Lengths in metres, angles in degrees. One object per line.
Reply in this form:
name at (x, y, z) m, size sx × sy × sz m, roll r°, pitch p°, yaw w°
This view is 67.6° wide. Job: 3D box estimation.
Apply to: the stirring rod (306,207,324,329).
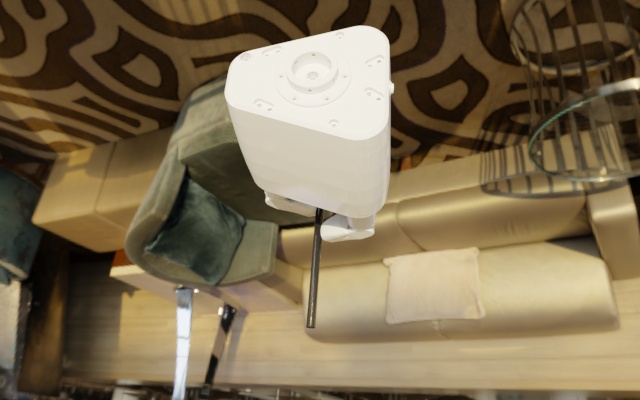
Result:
stirring rod at (0.000, 0.001, 0.462) m, size 0.011 × 0.239 × 0.011 m, roll 4°, pitch -26°, yaw 2°
